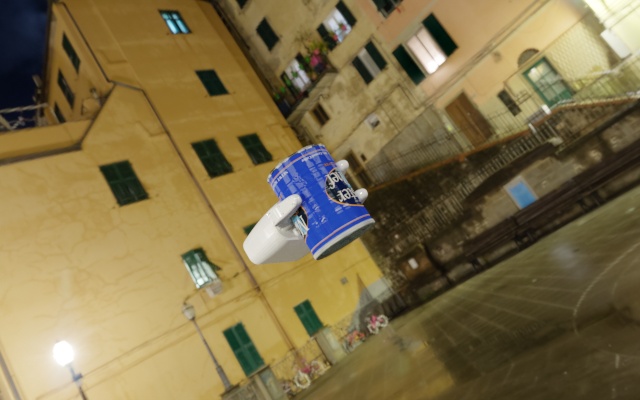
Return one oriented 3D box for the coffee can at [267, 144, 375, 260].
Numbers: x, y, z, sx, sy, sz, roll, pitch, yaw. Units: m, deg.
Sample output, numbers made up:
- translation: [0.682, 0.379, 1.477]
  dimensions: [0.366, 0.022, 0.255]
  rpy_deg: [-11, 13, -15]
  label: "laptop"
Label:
- translation: [0.000, 0.002, 0.706]
  dimensions: [0.103, 0.140, 0.103]
  rpy_deg: [-31, -12, -7]
  label: "coffee can"
